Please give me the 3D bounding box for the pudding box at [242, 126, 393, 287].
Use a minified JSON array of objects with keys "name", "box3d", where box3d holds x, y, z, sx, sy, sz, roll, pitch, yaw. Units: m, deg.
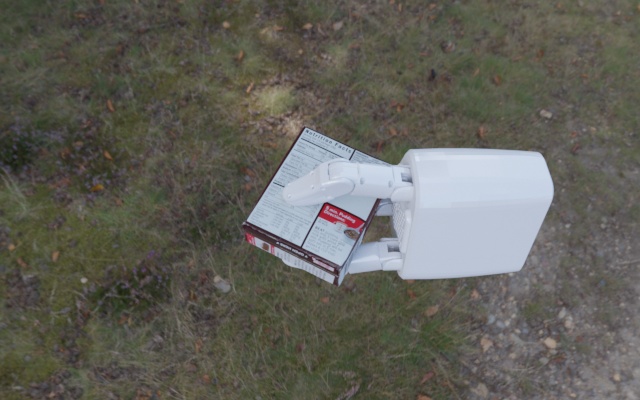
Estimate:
[{"name":"pudding box","box3d":[0.000,0.001,0.404,0.090,0.113,0.039,25,-29,9]}]
